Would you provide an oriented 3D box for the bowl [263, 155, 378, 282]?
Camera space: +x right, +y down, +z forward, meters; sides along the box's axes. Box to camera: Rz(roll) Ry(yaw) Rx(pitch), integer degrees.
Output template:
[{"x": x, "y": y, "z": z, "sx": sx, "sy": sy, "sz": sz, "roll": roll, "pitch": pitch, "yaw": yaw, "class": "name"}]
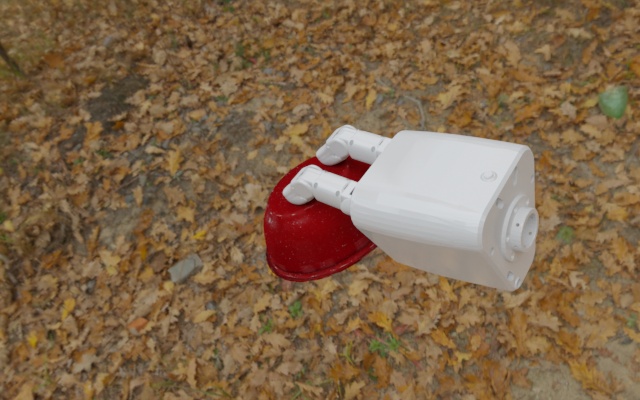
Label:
[{"x": -0.001, "y": 0.001, "z": 0.477, "sx": 0.162, "sy": 0.055, "sz": 0.162, "roll": -25, "pitch": 31, "yaw": 16, "class": "bowl"}]
